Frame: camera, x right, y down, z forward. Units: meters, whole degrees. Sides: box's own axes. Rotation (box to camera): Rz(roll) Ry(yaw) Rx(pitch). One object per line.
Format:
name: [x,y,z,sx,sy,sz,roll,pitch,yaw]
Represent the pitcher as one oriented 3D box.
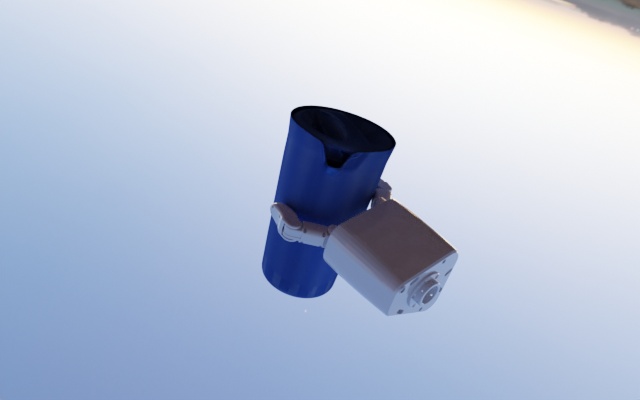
pitcher: [0.000,0.002,0.640,0.149,0.243,0.145,-10,39,-41]
